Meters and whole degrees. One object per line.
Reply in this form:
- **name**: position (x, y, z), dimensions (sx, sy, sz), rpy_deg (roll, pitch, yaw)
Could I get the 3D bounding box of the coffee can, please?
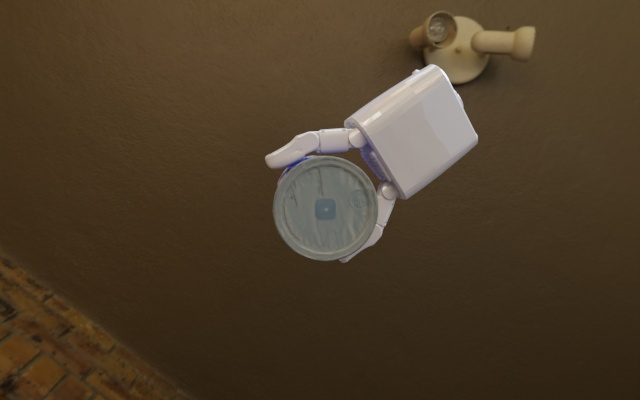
- **coffee can**: position (0.000, 0.002, 0.528), dimensions (0.103, 0.103, 0.140), rpy_deg (0, 6, -5)
